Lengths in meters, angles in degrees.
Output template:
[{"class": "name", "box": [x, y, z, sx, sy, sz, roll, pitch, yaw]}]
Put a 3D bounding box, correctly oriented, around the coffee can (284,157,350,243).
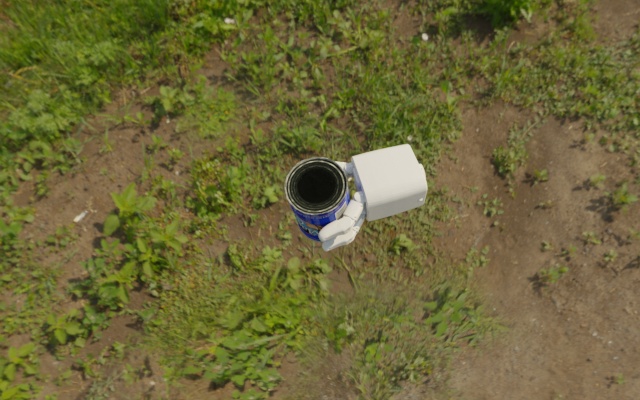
[{"class": "coffee can", "box": [0.000, 0.003, 0.823, 0.103, 0.102, 0.140, 0, -23, 7]}]
